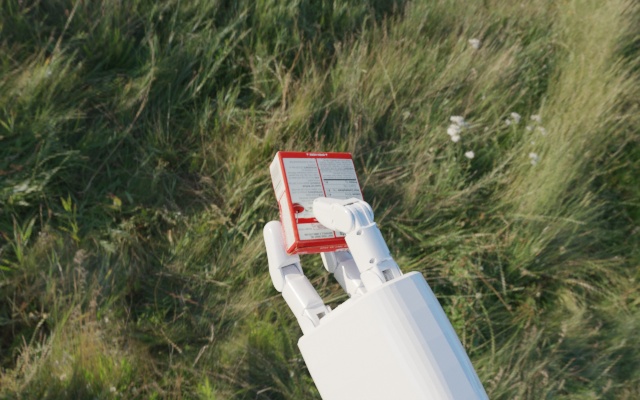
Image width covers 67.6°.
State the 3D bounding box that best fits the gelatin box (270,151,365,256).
[{"bbox_3d":[0.000,0.001,0.418,0.073,0.089,0.030,-2,-25,-25],"label":"gelatin box"}]
